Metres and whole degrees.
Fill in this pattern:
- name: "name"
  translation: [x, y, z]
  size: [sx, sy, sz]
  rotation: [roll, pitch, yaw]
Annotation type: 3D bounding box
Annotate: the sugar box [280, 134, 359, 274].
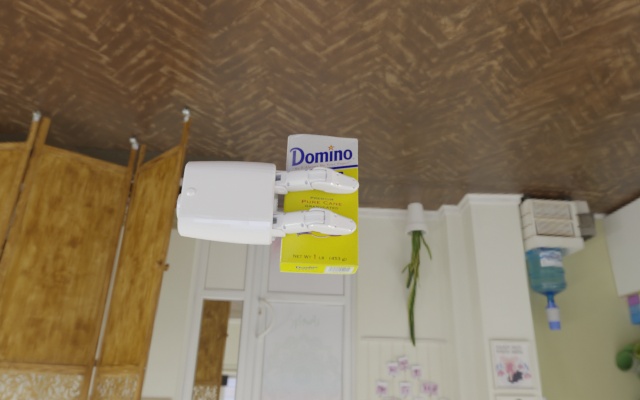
- name: "sugar box"
  translation: [0.000, 0.002, 0.598]
  size: [0.093, 0.176, 0.048]
  rotation: [3, -23, -5]
